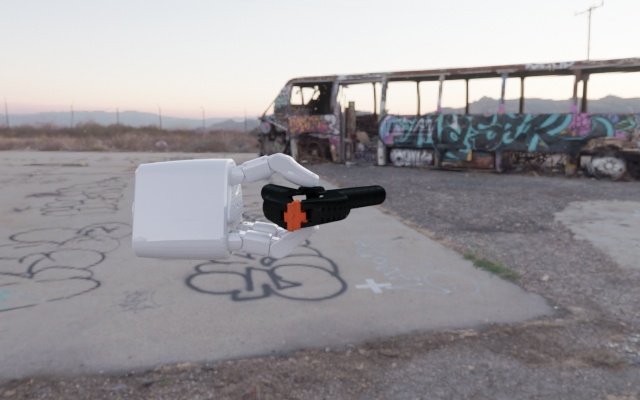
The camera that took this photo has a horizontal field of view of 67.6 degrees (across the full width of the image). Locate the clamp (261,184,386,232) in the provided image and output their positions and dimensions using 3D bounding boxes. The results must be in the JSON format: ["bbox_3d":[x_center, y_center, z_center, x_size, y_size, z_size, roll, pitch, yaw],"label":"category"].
[{"bbox_3d":[0.000,0.001,0.544,0.164,0.036,0.210,-1,7,2],"label":"clamp"}]
